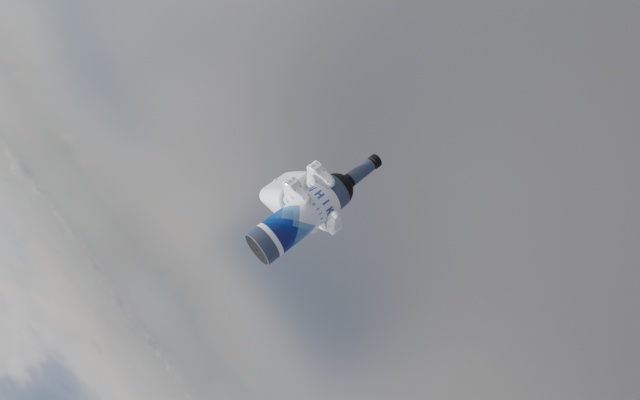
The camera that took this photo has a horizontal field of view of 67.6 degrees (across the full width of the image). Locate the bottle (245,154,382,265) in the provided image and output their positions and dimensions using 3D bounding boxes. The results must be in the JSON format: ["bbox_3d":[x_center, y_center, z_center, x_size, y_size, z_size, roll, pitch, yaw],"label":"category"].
[{"bbox_3d":[0.000,0.003,0.868,0.295,0.069,0.069,-37,16,-22],"label":"bottle"}]
